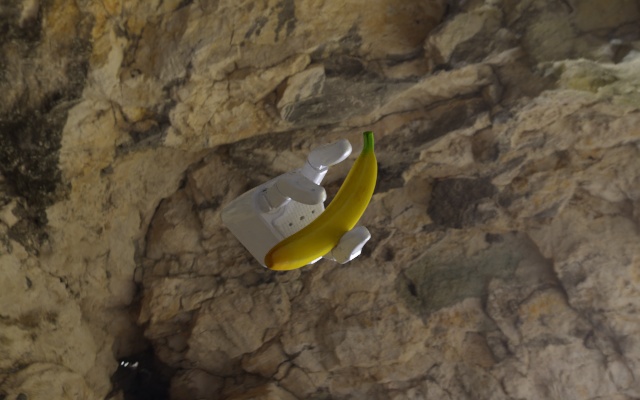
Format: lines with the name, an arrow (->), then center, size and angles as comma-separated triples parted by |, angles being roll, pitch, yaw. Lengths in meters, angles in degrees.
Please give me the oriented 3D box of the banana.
banana -> 0.012, 0.012, 0.524 | 0.037, 0.197, 0.070 | 2, -43, 49
